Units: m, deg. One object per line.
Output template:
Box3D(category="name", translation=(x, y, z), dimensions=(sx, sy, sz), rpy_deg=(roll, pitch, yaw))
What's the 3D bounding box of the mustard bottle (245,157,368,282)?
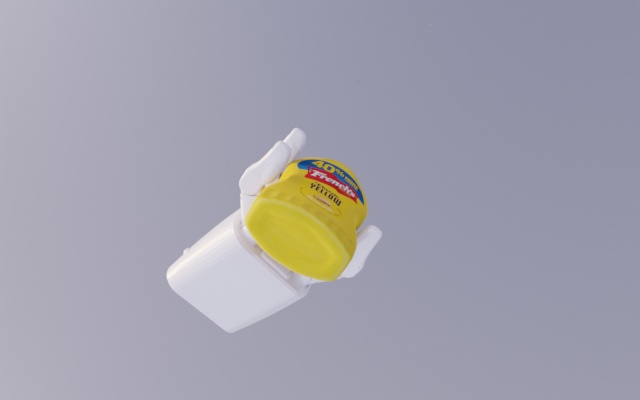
Box3D(category="mustard bottle", translation=(0.000, 0.001, 0.479), dimensions=(0.096, 0.058, 0.191), rpy_deg=(32, 24, 0))
